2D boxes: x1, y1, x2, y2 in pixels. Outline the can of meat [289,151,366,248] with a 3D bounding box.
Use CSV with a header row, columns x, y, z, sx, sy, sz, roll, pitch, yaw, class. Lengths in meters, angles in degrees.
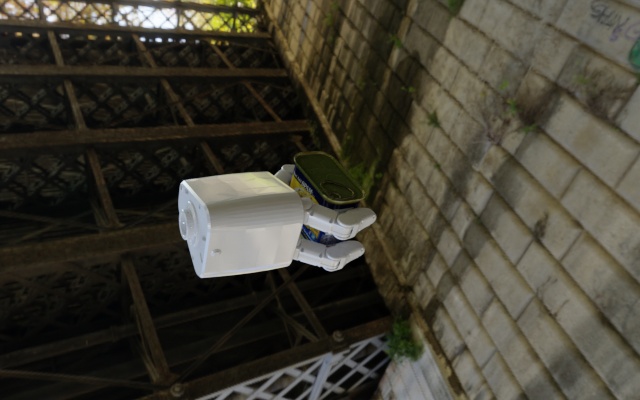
x,y,z,sx,sy,sz,roll,pitch,yaw,class
0.000,0.002,0.587,0.057,0.084,0.102,-8,42,-33,can of meat
